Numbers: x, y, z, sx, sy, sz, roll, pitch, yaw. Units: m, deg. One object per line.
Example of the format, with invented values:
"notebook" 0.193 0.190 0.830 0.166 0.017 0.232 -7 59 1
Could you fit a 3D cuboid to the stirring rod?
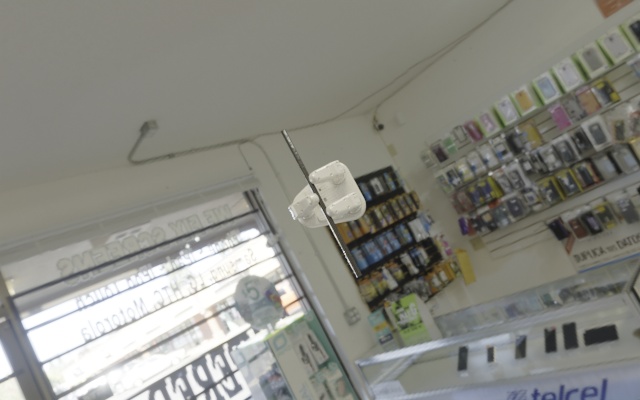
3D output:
"stirring rod" 0.000 0.002 0.695 0.011 0.239 0.011 -27 -6 -3
